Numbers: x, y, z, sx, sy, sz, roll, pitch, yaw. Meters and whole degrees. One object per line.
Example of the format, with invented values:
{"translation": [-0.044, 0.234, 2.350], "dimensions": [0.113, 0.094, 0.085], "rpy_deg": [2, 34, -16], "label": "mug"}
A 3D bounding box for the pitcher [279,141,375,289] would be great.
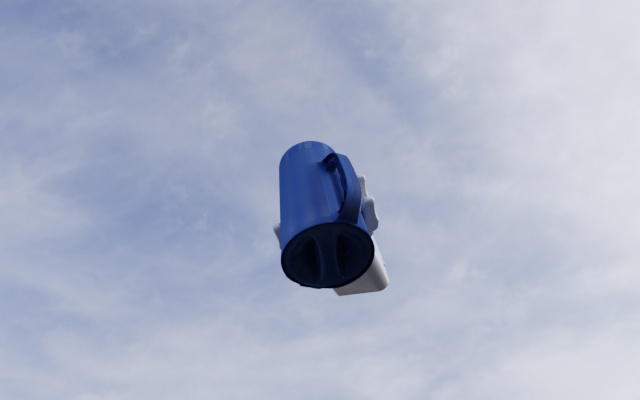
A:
{"translation": [0.000, 0.003, 0.748], "dimensions": [0.149, 0.145, 0.242], "rpy_deg": [-24, 39, 9], "label": "pitcher"}
